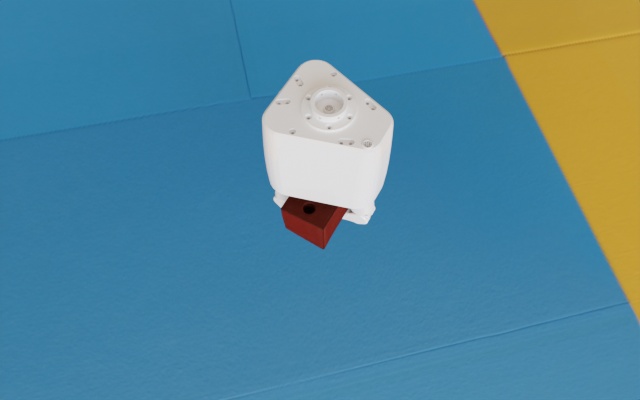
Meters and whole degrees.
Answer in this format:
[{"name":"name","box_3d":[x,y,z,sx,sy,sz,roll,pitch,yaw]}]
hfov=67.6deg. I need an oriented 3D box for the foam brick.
[{"name":"foam brick","box_3d":[0.000,0.002,0.520,0.053,0.078,0.051,26,-23,15]}]
